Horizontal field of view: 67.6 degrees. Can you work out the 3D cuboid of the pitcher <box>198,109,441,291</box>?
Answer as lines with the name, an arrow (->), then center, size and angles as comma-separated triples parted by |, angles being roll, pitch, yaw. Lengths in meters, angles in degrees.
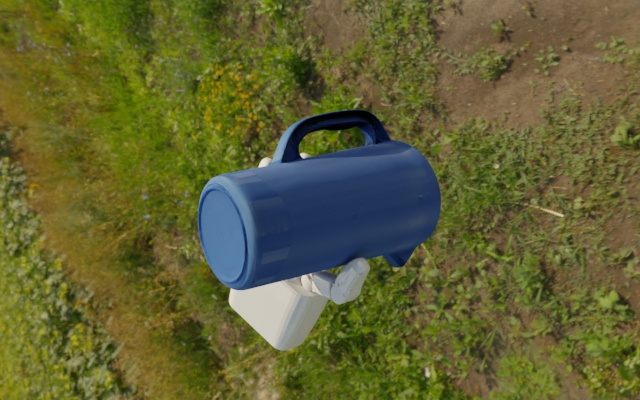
pitcher -> 0.000, 0.002, 0.504 | 0.243, 0.145, 0.149 | -11, 47, -39
